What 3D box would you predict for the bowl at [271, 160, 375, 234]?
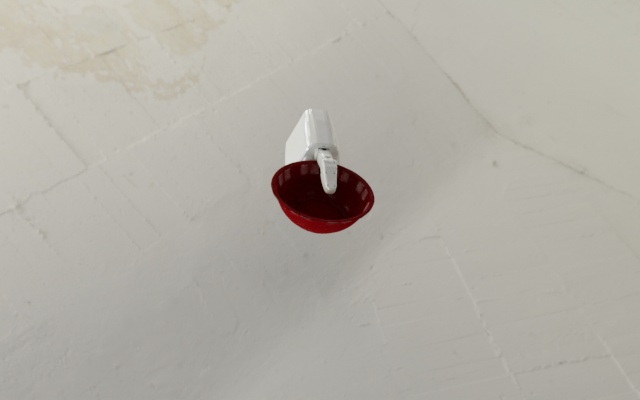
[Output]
[{"bbox_3d":[0.000,0.004,0.748,0.162,0.055,0.162,8,36,-6],"label":"bowl"}]
